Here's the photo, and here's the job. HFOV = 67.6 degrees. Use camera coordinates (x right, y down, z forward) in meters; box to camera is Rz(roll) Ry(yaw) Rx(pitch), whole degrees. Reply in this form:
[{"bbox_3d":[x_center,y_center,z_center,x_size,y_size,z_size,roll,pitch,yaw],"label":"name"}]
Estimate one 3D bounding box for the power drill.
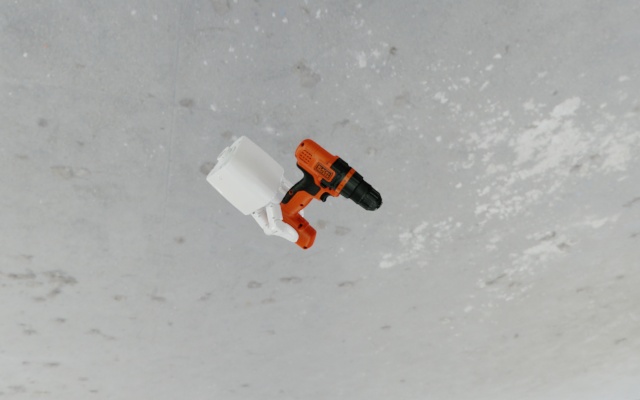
[{"bbox_3d":[0.000,0.003,0.896,0.184,0.188,0.057,39,28,4],"label":"power drill"}]
